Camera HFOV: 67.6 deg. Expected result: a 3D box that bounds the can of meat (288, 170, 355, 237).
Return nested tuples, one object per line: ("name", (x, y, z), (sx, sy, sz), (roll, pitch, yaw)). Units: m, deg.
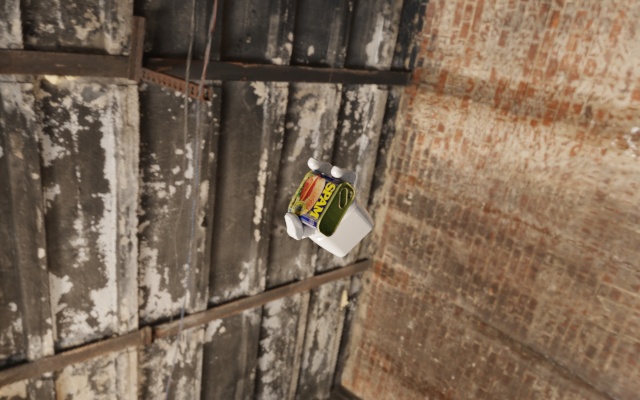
("can of meat", (0.000, 0.003, 0.867), (0.084, 0.102, 0.057), (25, -9, 37))
